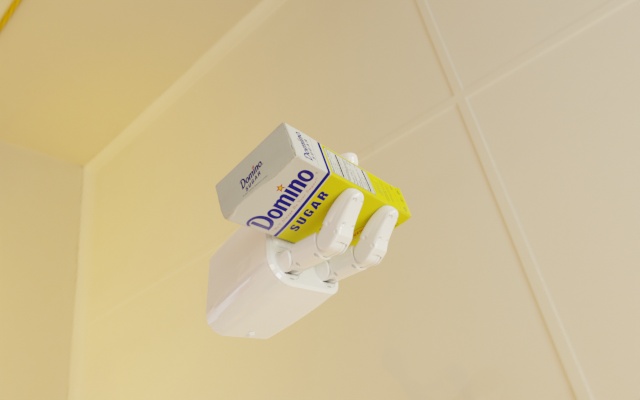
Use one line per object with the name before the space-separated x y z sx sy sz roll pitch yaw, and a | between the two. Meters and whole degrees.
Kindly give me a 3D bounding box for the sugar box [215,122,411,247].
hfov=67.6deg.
sugar box | 0.000 0.002 0.453 0.093 0.048 0.176 -39 -37 25
